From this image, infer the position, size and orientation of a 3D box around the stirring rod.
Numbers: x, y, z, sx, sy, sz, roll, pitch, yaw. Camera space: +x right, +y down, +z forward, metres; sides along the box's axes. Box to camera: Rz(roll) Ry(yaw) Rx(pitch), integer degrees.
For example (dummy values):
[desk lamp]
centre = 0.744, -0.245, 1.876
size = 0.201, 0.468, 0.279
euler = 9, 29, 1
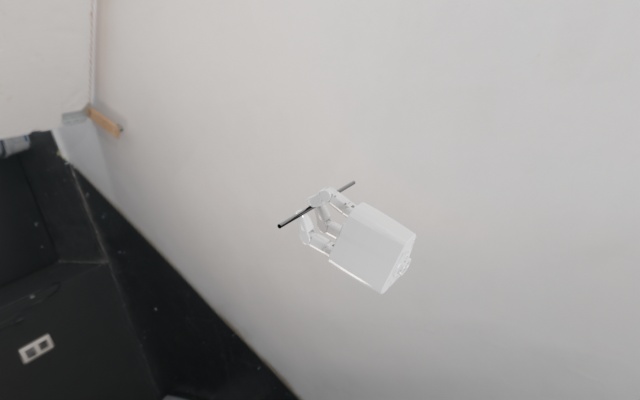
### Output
[stirring rod]
centre = 0.000, 0.003, 0.854
size = 0.011, 0.011, 0.239
euler = 0, 19, 35
